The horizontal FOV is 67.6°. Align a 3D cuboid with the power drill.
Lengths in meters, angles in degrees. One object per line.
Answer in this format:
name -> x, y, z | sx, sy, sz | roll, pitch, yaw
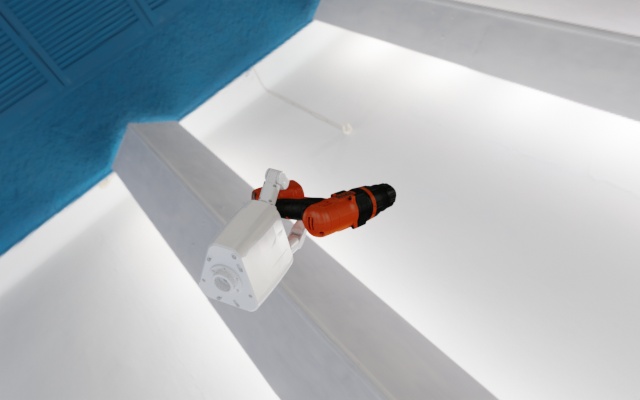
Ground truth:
power drill -> 0.000, 0.002, 0.734 | 0.187, 0.057, 0.184 | 5, 15, 43
